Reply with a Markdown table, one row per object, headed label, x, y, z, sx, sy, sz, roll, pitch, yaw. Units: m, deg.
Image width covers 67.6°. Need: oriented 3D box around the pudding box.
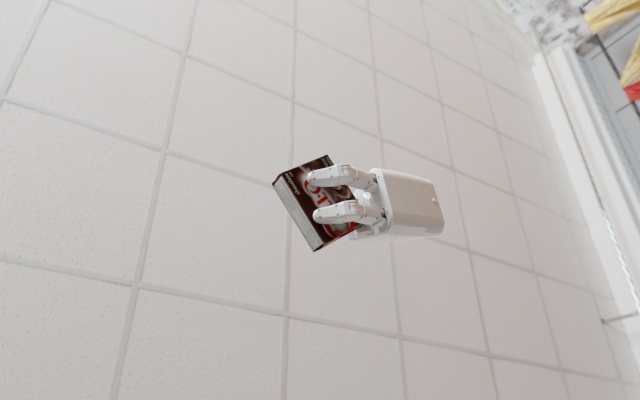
| label | x | y | z | sx | sy | sz | roll | pitch | yaw |
| --- | --- | --- | --- | --- | --- | --- | --- | --- | --- |
| pudding box | 0.000 | 0.002 | 0.653 | 0.090 | 0.113 | 0.039 | -26 | -12 | -40 |
